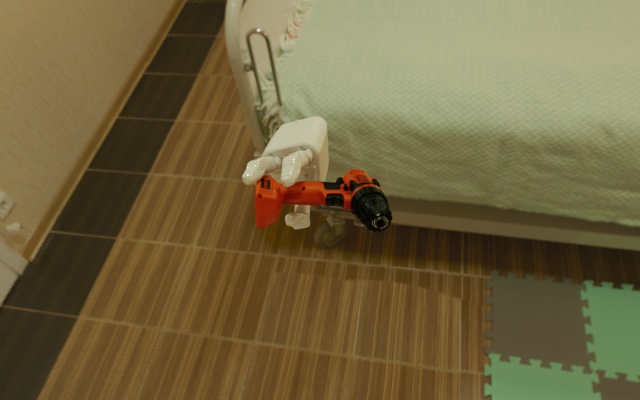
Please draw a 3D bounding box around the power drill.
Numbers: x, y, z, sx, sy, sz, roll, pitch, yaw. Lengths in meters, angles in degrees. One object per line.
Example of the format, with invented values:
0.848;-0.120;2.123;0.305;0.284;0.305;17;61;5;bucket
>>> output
0.000;0.002;0.694;0.187;0.057;0.184;-2;18;-6;power drill
